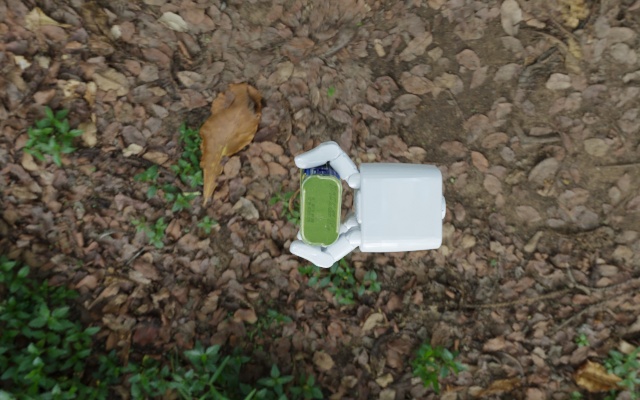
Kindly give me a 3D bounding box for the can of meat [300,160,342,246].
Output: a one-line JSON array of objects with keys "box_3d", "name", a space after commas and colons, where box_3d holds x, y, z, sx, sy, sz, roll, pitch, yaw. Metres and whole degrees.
[{"box_3d": [0.000, 0.002, 0.643, 0.057, 0.102, 0.084, 2, 18, -2], "name": "can of meat"}]
